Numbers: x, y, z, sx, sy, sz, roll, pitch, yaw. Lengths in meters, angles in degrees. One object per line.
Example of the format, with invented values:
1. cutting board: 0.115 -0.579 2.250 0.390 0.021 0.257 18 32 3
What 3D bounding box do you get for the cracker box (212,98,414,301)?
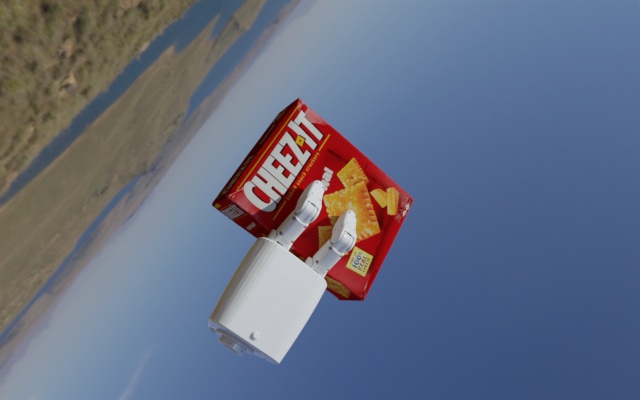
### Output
1. cracker box: 0.000 0.002 0.611 0.214 0.164 0.072 39 -25 -16
